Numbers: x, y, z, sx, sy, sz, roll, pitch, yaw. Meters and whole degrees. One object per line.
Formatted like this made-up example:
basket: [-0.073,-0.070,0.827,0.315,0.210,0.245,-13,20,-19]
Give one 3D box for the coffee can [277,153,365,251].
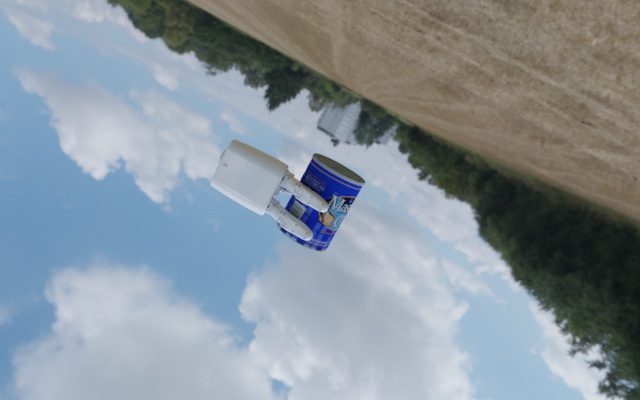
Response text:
coffee can: [0.000,0.003,0.837,0.103,0.140,0.102,28,13,-7]
